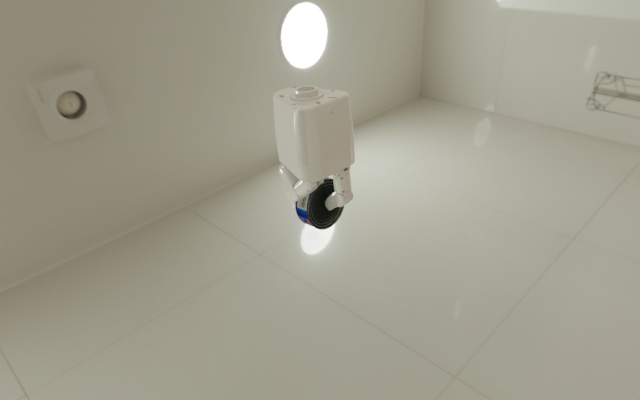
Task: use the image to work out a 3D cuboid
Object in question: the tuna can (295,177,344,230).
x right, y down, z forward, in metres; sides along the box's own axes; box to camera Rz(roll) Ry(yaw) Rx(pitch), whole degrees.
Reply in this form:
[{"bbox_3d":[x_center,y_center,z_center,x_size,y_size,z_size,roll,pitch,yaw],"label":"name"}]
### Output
[{"bbox_3d":[0.000,0.002,0.782,0.033,0.086,0.086,20,13,41],"label":"tuna can"}]
